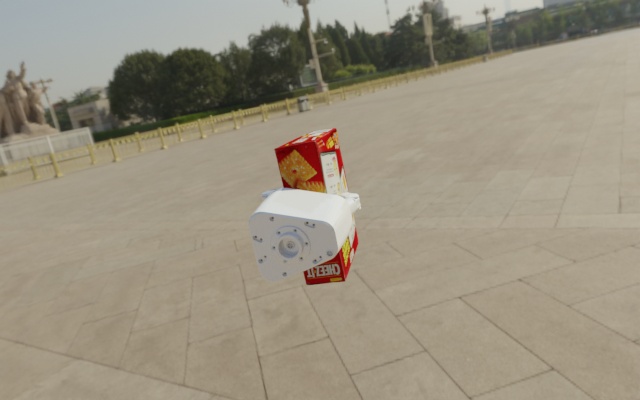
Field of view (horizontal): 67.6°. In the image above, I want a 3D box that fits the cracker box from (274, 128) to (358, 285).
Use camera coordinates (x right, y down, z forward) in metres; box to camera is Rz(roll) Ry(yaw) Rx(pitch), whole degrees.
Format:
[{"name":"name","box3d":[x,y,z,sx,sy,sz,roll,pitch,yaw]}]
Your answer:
[{"name":"cracker box","box3d":[0.000,0.002,0.761,0.072,0.214,0.164,-8,13,14]}]
